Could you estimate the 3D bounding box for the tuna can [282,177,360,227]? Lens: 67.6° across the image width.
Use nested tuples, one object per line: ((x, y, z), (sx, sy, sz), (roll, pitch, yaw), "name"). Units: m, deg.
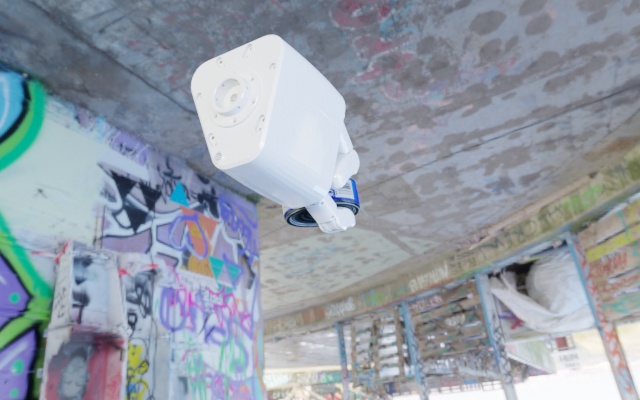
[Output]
((0.000, 0.002, 0.527), (0.086, 0.033, 0.086), (-8, -19, -3), "tuna can")
